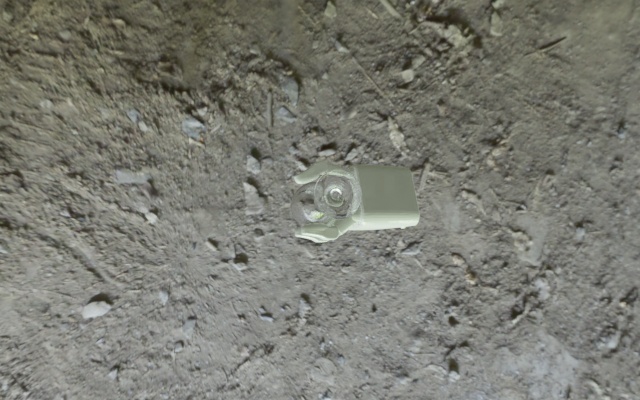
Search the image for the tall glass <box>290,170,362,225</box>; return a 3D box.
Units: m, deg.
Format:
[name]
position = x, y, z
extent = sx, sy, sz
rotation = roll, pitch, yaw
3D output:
[tall glass]
position = 0.000, 0.002, 0.794
extent = 0.079, 0.079, 0.201
rotation = 0, -6, -16
